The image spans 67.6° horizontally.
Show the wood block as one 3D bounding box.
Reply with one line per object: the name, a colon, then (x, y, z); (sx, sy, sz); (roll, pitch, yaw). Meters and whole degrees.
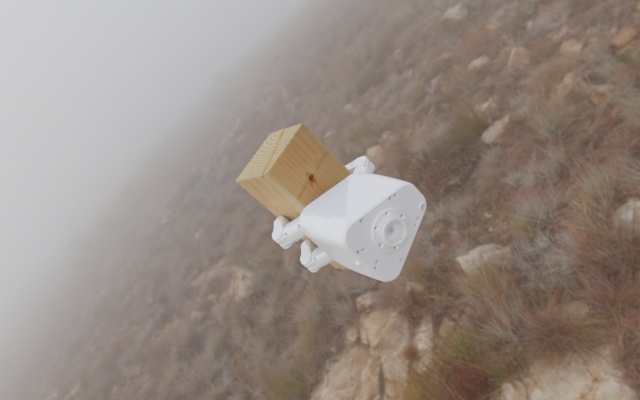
wood block: (0.000, 0.002, 0.661); (0.206, 0.090, 0.090); (44, -26, -25)
